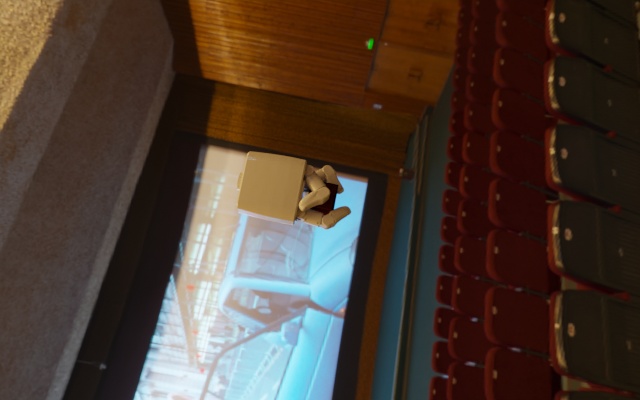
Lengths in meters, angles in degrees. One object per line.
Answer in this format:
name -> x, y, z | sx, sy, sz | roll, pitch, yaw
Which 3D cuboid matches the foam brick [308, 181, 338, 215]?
foam brick -> 0.000, 0.003, 0.886 | 0.051, 0.053, 0.078 | 12, -24, -1
